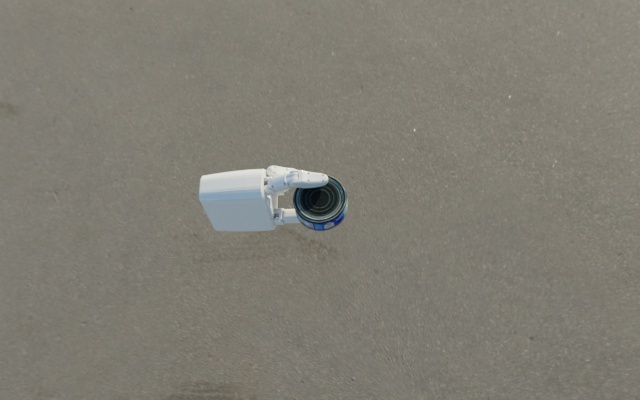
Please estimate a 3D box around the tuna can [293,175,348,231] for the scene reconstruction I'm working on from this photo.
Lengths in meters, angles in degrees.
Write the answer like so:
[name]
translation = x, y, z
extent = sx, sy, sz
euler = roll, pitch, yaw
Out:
[tuna can]
translation = 0.000, 0.002, 0.752
extent = 0.086, 0.086, 0.034
euler = 0, -24, 5
